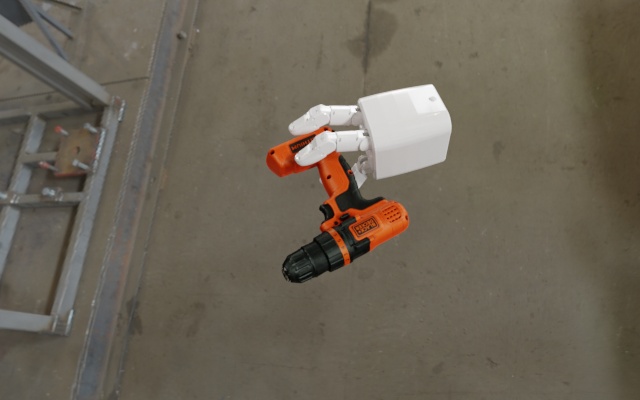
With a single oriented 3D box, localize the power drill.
[{"bbox_3d":[0.000,0.002,0.649,0.184,0.187,0.057,-25,-20,-18],"label":"power drill"}]
